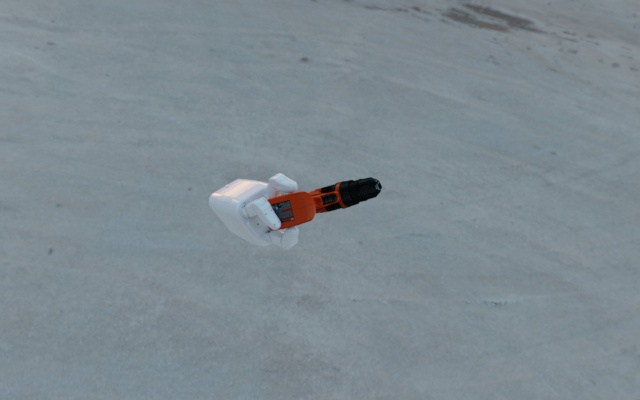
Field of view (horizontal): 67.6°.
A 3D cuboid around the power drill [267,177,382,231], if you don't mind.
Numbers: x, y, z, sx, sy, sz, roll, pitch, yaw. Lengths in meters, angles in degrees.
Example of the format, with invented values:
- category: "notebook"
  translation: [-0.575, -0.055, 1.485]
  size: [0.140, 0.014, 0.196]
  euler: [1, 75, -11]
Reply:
- category: "power drill"
  translation: [0.000, 0.003, 0.873]
  size: [0.184, 0.057, 0.187]
  euler: [-17, -2, 33]
